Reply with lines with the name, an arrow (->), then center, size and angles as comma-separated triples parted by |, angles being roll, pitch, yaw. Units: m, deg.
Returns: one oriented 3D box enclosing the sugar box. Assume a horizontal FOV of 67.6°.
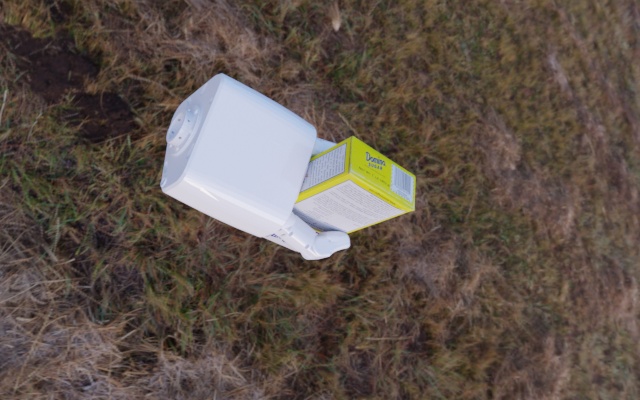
sugar box -> 0.000, 0.001, 0.492 | 0.093, 0.048, 0.176 | 28, -32, -35
